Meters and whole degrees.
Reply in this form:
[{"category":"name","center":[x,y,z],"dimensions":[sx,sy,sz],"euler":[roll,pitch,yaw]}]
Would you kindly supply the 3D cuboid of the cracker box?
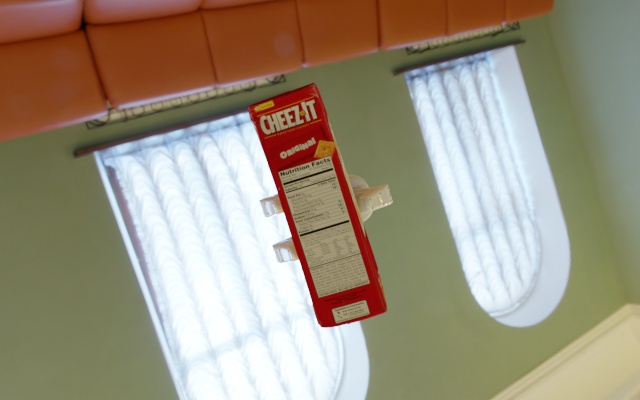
[{"category":"cracker box","center":[0.000,0.002,0.495],"dimensions":[0.072,0.214,0.164],"euler":[-18,5,4]}]
